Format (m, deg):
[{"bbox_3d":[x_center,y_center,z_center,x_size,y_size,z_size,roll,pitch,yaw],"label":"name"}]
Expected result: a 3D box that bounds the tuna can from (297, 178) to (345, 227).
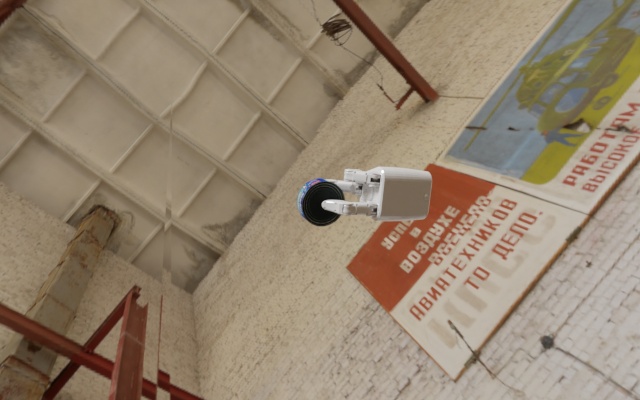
[{"bbox_3d":[0.000,0.003,0.886,0.086,0.086,0.033,0,14,-23],"label":"tuna can"}]
